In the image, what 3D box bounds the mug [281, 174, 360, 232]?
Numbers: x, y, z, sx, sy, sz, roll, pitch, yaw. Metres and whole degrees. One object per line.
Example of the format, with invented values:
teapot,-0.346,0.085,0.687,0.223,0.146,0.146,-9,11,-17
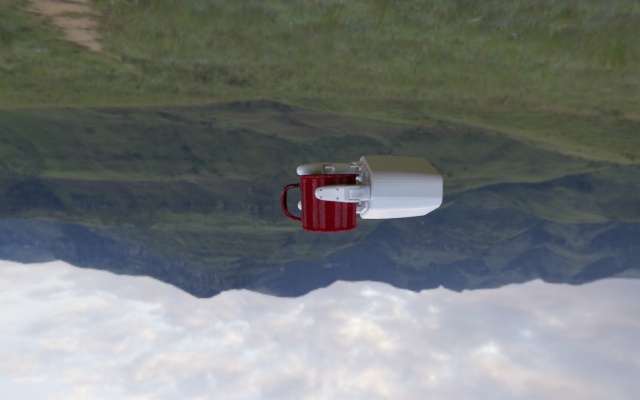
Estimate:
mug,-0.001,0.003,0.704,0.117,0.081,0.093,-1,4,-4
